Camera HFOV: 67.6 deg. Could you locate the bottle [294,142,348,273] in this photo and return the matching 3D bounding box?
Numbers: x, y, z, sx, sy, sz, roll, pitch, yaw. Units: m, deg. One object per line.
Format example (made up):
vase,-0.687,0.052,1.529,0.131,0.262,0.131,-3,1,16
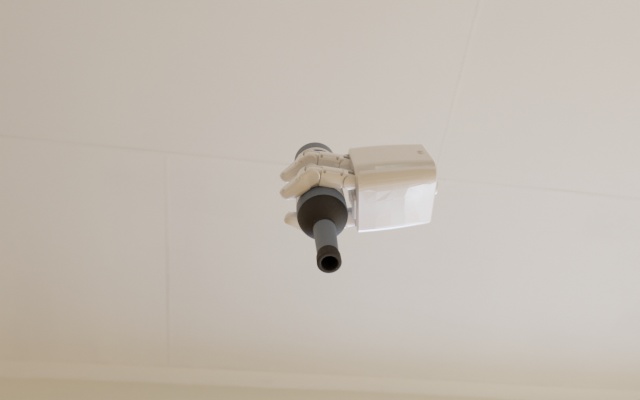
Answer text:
bottle,0.000,0.002,0.647,0.069,0.069,0.295,0,27,-4
